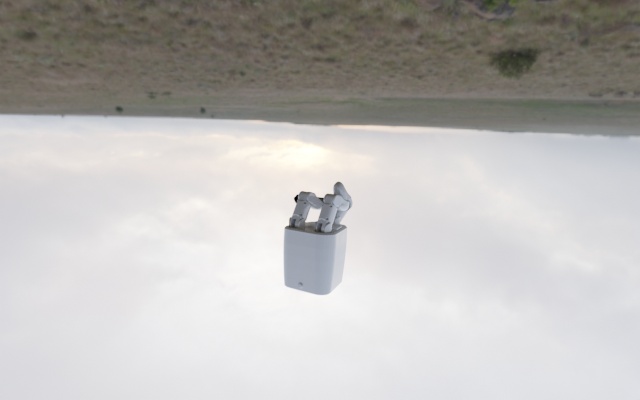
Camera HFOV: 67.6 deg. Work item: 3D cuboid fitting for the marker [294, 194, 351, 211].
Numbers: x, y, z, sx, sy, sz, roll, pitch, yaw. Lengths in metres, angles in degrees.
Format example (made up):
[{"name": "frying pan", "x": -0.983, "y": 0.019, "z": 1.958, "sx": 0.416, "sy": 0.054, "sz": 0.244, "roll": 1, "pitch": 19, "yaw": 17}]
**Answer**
[{"name": "marker", "x": 0.000, "y": 0.003, "z": 0.880, "sx": 0.121, "sy": 0.020, "sz": 0.020, "roll": 7, "pitch": 4, "yaw": 35}]
